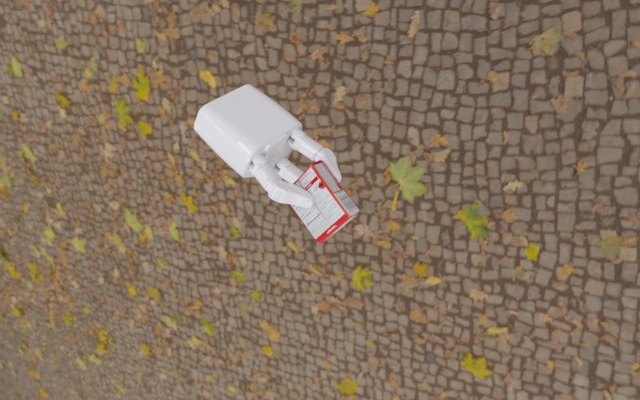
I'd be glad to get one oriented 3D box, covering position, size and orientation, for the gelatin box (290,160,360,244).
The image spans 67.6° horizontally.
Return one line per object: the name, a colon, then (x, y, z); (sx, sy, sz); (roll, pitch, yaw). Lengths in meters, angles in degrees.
gelatin box: (0.000, 0.003, 0.646); (0.030, 0.089, 0.073); (-24, -15, -50)
